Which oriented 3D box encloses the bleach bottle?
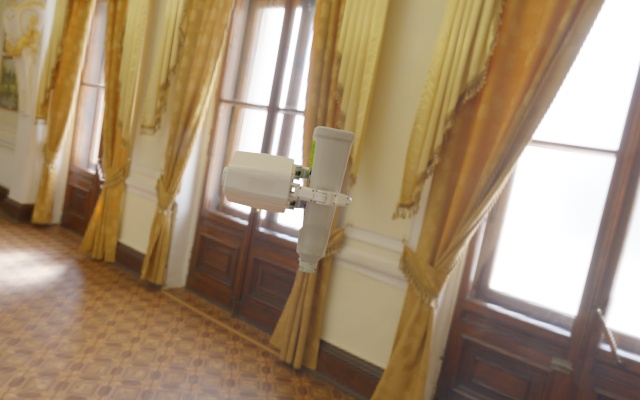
[{"bbox_3d":[0.000,0.003,0.823,0.068,0.251,0.102,10,6,-5],"label":"bleach bottle"}]
